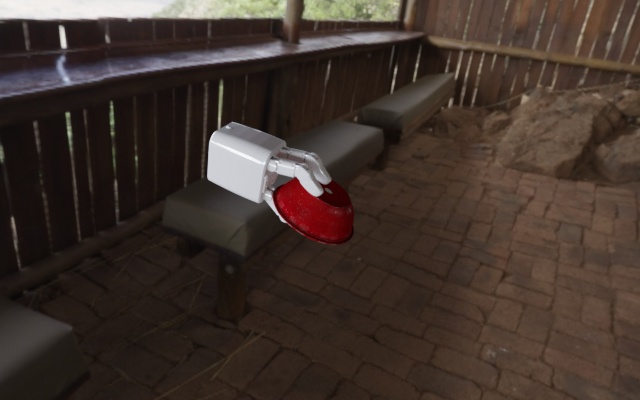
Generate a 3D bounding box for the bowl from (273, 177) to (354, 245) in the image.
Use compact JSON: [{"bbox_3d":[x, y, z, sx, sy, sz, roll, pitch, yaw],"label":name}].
[{"bbox_3d":[0.002,0.003,0.837,0.162,0.055,0.162,24,29,-14],"label":"bowl"}]
